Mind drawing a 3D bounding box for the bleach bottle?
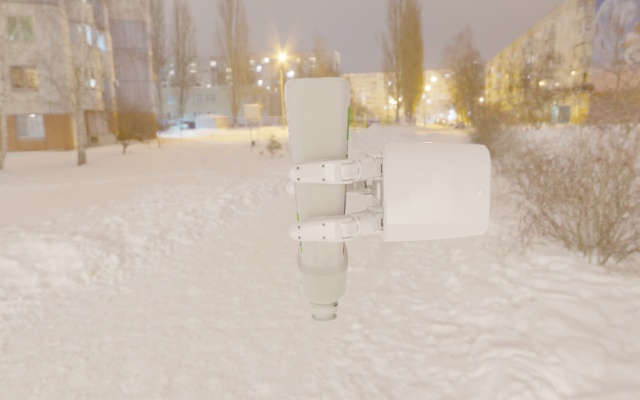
[{"bbox_3d":[0.000,0.002,0.509,0.068,0.251,0.102,-2,9,0],"label":"bleach bottle"}]
